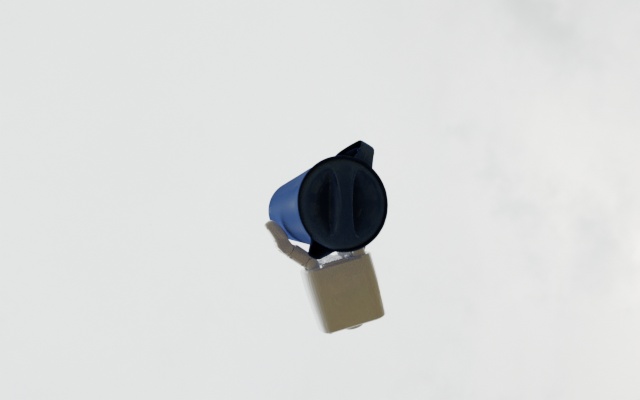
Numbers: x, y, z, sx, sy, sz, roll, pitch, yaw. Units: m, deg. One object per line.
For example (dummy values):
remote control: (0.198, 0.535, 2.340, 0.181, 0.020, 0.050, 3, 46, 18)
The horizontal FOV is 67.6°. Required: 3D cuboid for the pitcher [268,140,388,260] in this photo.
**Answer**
pitcher: (0.000, 0.003, 0.758, 0.149, 0.145, 0.243, -19, 3, -19)
